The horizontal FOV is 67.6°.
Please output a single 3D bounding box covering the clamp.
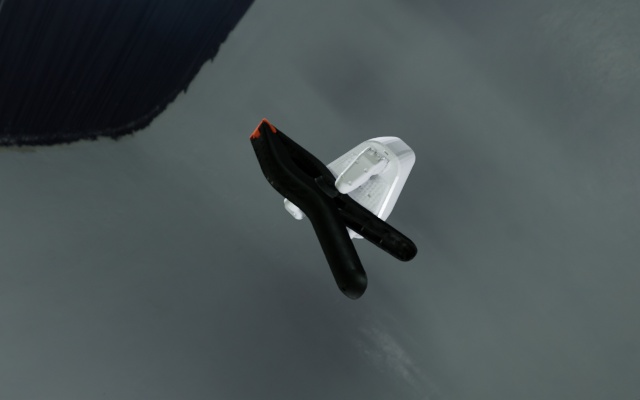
[{"bbox_3d":[0.000,0.001,0.462,0.210,0.036,0.164,45,22,8],"label":"clamp"}]
